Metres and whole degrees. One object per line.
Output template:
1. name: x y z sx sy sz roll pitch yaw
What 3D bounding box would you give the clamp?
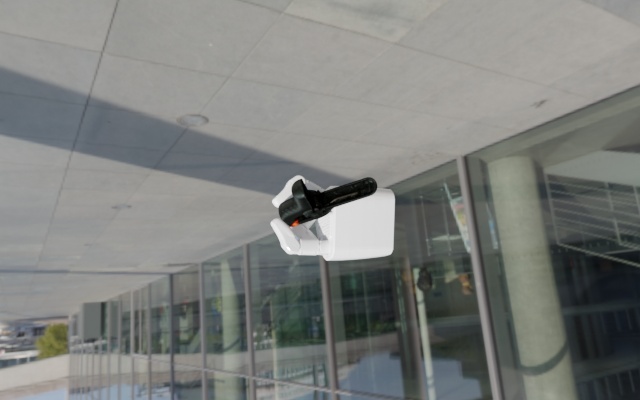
1. clamp: 0.000 0.003 0.668 0.120 0.039 0.171 1 -14 -18
